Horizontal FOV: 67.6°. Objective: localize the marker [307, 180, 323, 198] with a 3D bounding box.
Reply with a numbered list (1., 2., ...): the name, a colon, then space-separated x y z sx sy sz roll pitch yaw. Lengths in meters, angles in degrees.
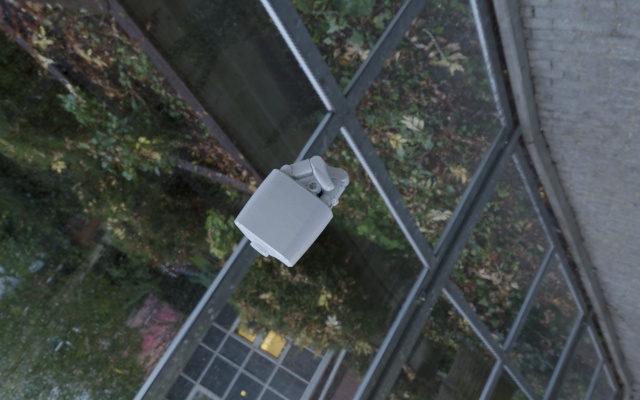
1. marker: 0.000 0.002 0.776 0.020 0.020 0.121 0 -25 11
